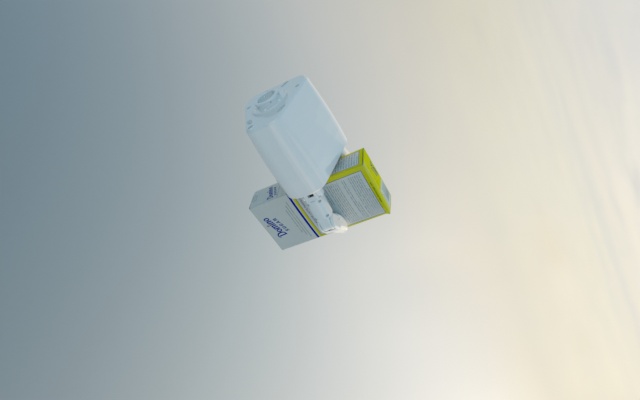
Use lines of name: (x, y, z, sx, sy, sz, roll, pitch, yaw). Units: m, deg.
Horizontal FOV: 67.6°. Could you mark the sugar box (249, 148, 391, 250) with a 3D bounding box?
sugar box: (0.000, 0.002, 0.663, 0.176, 0.093, 0.048, -18, 35, 23)
